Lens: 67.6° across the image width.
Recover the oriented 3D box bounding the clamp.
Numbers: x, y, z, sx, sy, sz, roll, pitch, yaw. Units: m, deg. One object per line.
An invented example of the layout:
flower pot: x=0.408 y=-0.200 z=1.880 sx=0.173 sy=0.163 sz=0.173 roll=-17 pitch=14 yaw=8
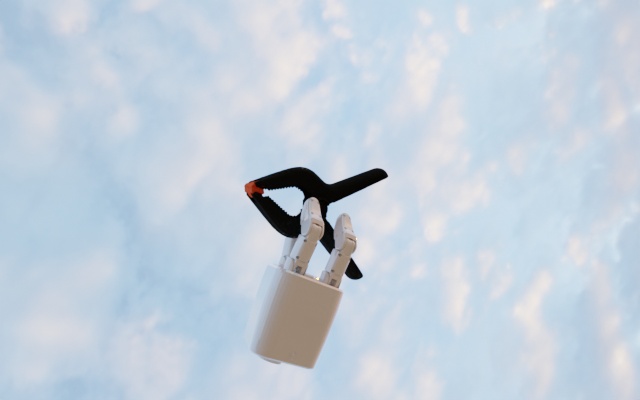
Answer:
clamp: x=-0.001 y=0.002 z=0.649 sx=0.210 sy=0.164 sz=0.036 roll=25 pitch=-10 yaw=-28
